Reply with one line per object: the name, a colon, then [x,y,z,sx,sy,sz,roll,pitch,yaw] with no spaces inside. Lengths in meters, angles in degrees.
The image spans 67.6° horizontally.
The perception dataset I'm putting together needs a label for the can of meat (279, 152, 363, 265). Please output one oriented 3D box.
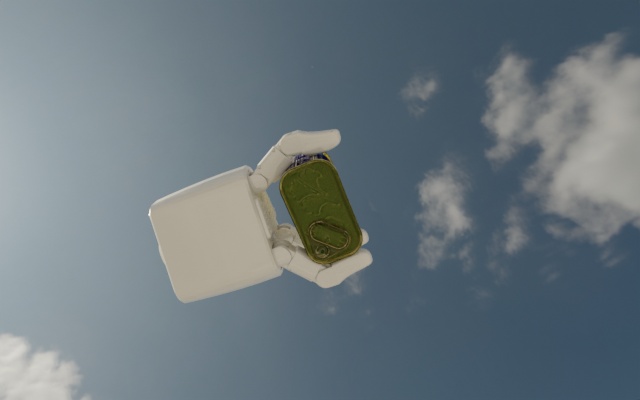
can of meat: [0.000,0.001,0.490,0.057,0.102,0.084,-22,15,4]
